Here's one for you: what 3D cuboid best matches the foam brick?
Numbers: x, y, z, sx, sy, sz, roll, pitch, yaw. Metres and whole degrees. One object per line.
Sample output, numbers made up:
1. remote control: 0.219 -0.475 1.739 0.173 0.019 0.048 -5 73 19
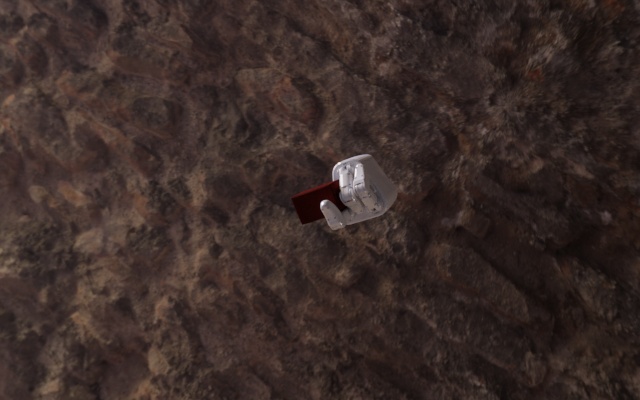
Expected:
1. foam brick: 0.000 0.003 0.825 0.078 0.053 0.051 -18 6 23
